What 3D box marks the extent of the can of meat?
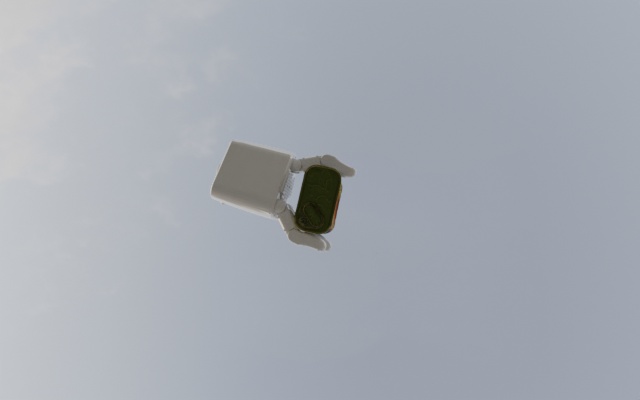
[{"bbox_3d":[0.000,0.002,0.748,0.057,0.102,0.084,12,-5,7],"label":"can of meat"}]
